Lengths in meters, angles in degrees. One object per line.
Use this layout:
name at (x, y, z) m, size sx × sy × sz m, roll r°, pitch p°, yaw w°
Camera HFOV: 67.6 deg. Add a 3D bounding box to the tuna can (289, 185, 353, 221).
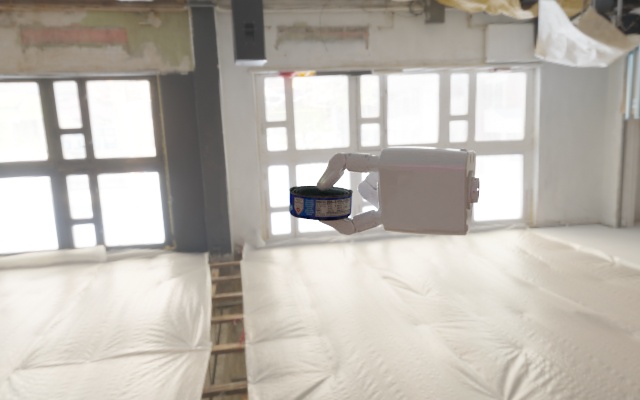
tuna can at (0.000, 0.003, 0.642) m, size 0.086 × 0.034 × 0.086 m, roll 2°, pitch 11°, yaw 0°
